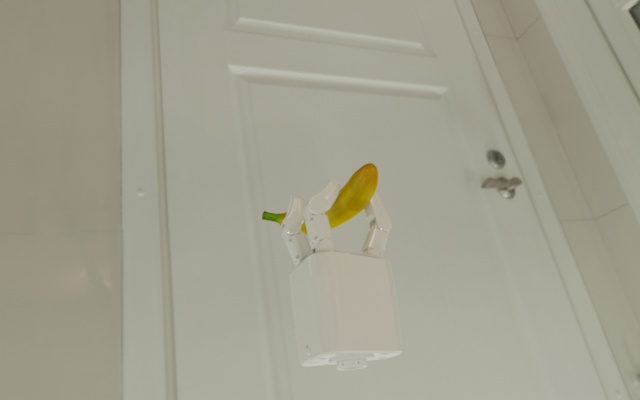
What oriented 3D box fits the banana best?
[{"bbox_3d":[0.011,0.009,0.616,0.198,0.037,0.070,-26,-35,38],"label":"banana"}]
